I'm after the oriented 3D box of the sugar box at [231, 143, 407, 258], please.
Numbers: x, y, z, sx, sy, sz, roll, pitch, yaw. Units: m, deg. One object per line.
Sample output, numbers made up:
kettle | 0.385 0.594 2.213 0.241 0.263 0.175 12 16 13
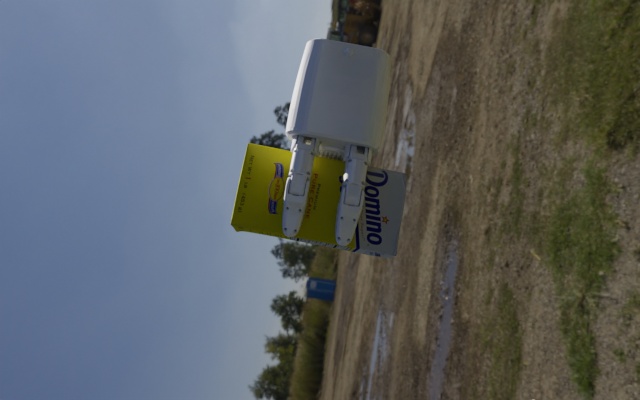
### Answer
sugar box | 0.000 0.001 0.516 0.176 0.093 0.048 9 -11 0
